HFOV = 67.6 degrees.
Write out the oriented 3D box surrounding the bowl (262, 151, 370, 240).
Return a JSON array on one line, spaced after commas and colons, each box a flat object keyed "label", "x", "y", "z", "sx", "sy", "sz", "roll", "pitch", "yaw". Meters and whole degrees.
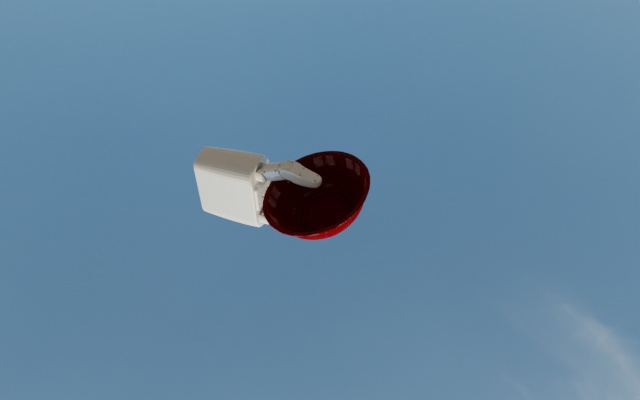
[{"label": "bowl", "x": 0.001, "y": 0.003, "z": 0.694, "sx": 0.162, "sy": 0.162, "sz": 0.055, "roll": 0, "pitch": -41, "yaw": 25}]
